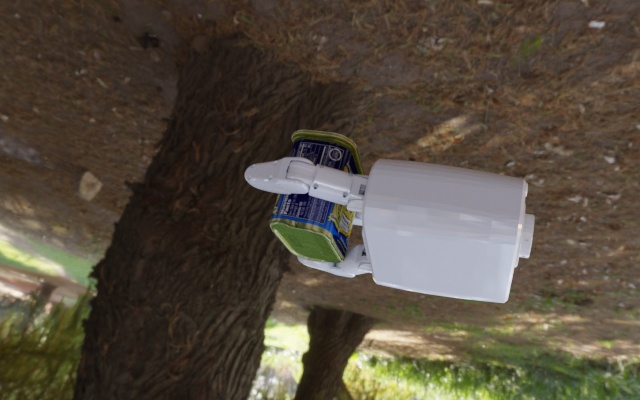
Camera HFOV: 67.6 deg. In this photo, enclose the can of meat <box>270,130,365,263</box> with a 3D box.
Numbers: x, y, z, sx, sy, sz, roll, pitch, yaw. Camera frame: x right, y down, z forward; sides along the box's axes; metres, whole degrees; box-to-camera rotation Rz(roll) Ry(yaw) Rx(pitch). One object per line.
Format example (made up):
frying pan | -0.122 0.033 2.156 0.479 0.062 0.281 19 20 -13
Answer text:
can of meat | 0.000 0.002 0.416 0.057 0.084 0.102 9 -21 17
